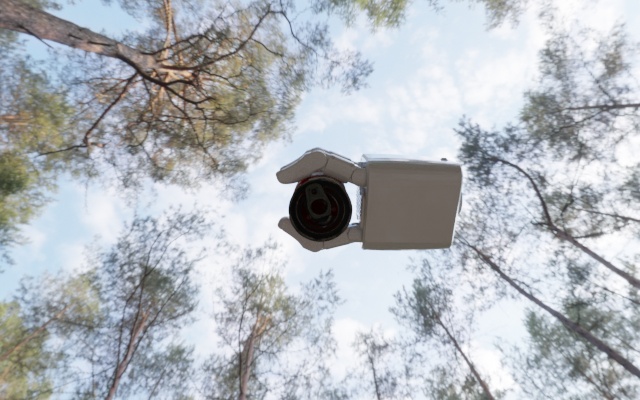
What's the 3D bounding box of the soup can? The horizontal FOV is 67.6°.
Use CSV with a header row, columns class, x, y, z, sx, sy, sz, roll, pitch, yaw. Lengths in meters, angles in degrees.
class,x,y,z,sx,sy,sz,roll,pitch,yaw
soup can,0.000,0.002,0.551,0.068,0.068,0.102,0,10,0
